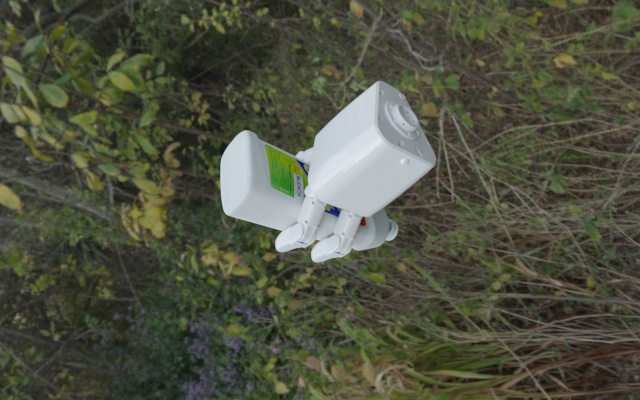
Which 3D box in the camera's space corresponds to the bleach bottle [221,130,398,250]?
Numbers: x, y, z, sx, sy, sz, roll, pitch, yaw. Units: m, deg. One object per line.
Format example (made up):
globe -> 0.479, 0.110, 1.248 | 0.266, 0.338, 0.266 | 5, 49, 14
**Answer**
bleach bottle -> 0.000, 0.002, 0.605 | 0.251, 0.102, 0.068 | 19, -44, -35
